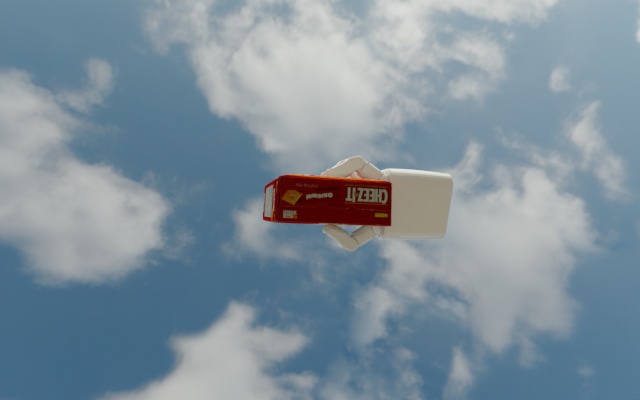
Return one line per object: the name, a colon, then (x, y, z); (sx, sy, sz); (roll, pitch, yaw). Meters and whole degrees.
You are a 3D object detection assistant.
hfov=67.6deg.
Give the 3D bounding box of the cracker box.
cracker box: (0.000, 0.003, 0.750); (0.164, 0.072, 0.214); (2, -2, -11)
